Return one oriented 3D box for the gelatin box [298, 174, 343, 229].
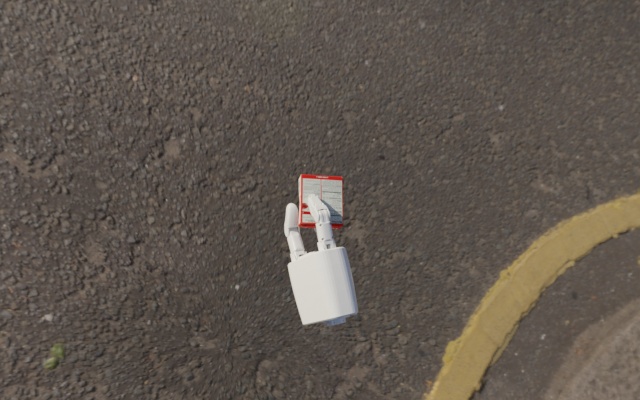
[{"bbox_3d":[0.000,0.002,0.809,0.073,0.089,0.030,3,-15,-11],"label":"gelatin box"}]
